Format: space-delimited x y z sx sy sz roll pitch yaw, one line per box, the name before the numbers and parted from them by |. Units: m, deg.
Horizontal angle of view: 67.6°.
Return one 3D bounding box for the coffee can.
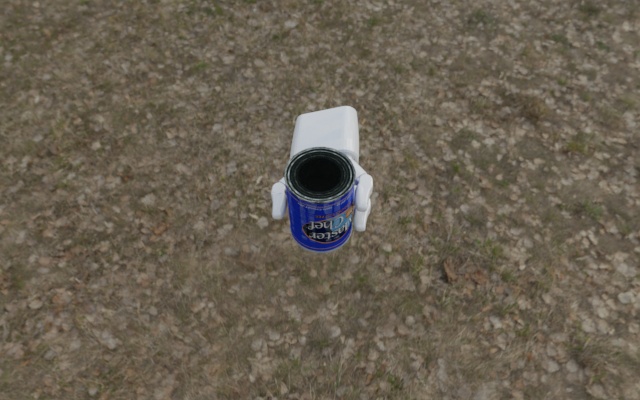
coffee can | 0.000 0.003 0.730 0.103 0.102 0.140 0 -36 1
